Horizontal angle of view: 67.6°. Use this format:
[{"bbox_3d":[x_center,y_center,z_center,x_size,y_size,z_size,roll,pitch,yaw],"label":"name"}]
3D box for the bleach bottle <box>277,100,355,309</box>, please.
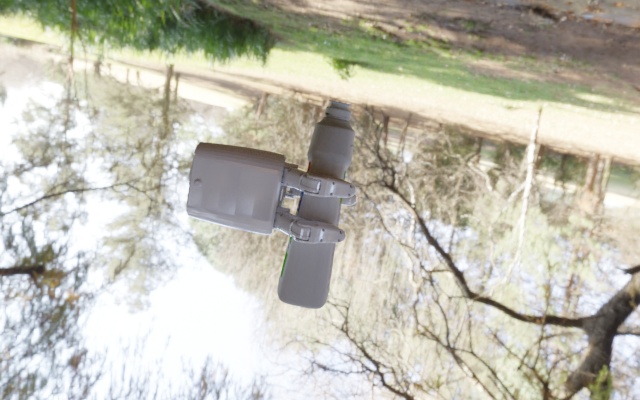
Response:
[{"bbox_3d":[0.000,0.002,0.603,0.068,0.251,0.102,11,11,-1],"label":"bleach bottle"}]
